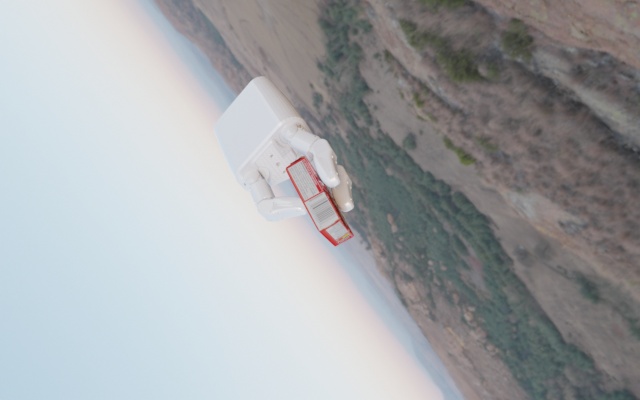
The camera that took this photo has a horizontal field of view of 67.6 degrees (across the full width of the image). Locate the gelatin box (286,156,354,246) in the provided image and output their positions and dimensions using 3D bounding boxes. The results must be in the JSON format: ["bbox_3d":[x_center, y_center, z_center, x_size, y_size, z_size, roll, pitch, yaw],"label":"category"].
[{"bbox_3d":[0.000,0.002,0.543,0.030,0.089,0.073,-30,-24,4],"label":"gelatin box"}]
